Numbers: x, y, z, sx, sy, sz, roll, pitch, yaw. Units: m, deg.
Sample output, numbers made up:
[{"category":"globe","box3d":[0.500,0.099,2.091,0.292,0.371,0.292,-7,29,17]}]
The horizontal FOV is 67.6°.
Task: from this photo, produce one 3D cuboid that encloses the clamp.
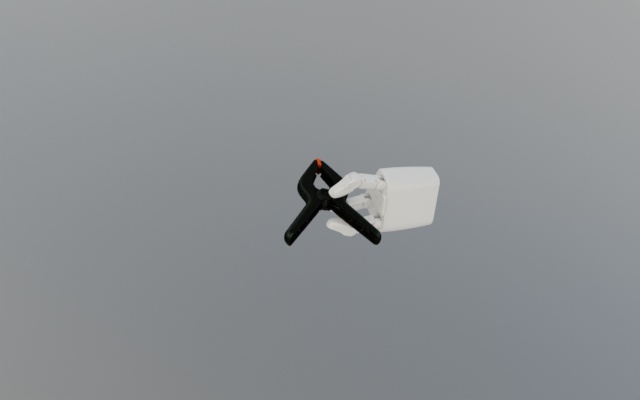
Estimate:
[{"category":"clamp","box3d":[0.000,0.002,0.847,0.164,0.036,0.209,-4,46,-18]}]
